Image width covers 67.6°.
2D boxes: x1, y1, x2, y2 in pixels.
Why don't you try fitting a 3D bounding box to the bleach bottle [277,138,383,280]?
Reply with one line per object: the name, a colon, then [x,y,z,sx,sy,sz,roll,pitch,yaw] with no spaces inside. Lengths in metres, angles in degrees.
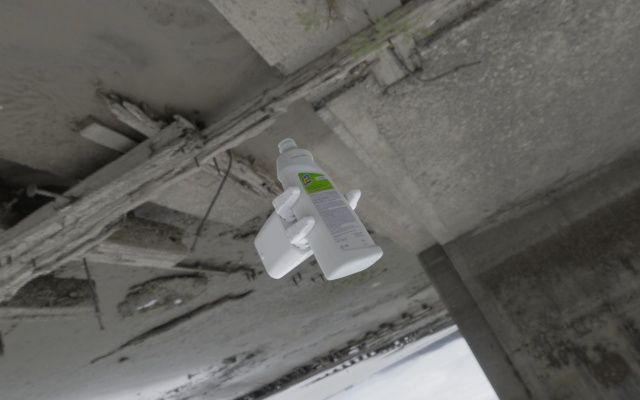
bleach bottle: [0.000,0.003,0.795,0.102,0.250,0.068,-10,-27,-39]
